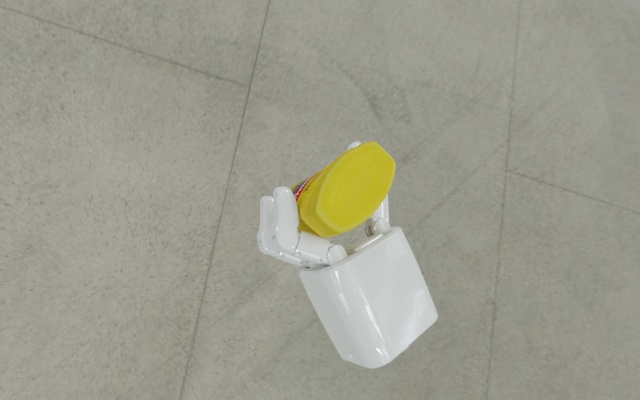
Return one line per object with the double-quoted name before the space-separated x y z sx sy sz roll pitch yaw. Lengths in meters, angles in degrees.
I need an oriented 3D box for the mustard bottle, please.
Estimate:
"mustard bottle" 0.000 0.001 0.508 0.058 0.096 0.191 42 -21 -9
